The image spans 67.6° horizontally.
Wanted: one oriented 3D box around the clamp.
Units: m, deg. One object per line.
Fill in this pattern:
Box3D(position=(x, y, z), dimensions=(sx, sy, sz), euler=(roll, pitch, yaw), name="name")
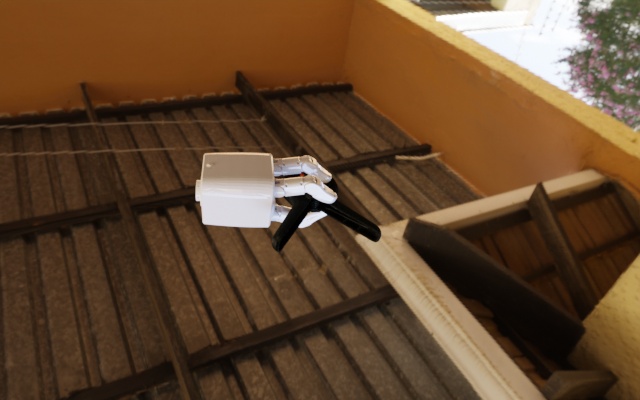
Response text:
Box3D(position=(0.000, 0.003, 0.762), dimensions=(0.164, 0.036, 0.209), euler=(1, 39, -10), name="clamp")
